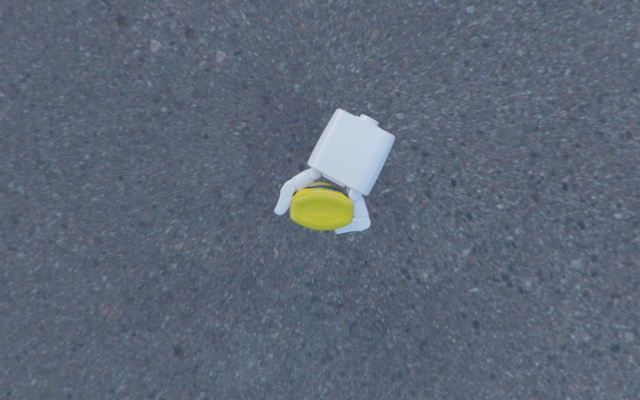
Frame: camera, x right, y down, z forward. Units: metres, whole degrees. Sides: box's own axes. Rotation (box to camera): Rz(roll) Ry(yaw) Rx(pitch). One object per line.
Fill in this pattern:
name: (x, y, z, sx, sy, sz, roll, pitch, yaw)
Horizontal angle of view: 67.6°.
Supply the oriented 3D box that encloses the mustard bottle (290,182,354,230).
mustard bottle: (0.000, 0.003, 0.802, 0.096, 0.058, 0.191, 2, 9, -2)
